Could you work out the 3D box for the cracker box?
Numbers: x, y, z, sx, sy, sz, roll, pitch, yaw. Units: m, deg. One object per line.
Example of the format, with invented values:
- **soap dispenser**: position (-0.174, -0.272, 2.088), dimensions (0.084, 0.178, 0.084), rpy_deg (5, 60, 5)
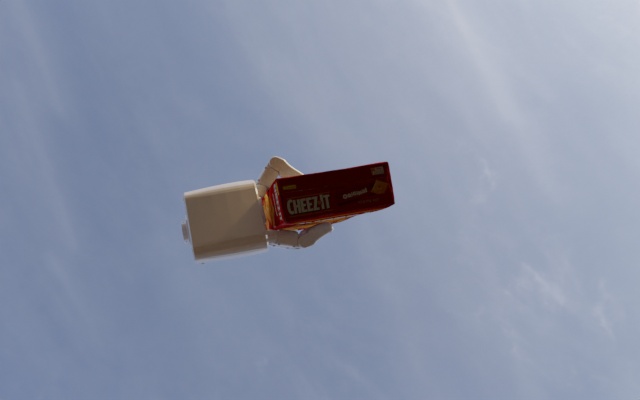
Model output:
- **cracker box**: position (0.000, 0.002, 0.751), dimensions (0.164, 0.072, 0.214), rpy_deg (-10, -4, -14)
